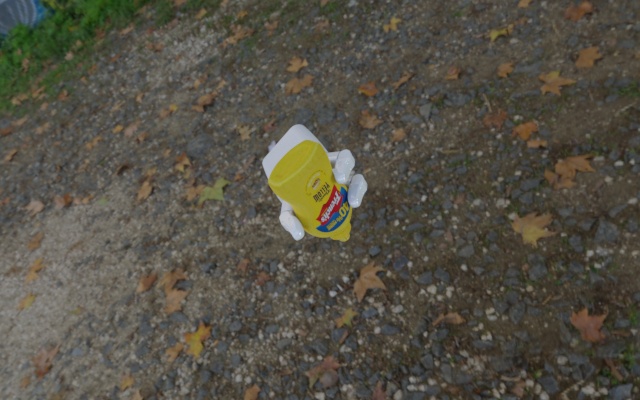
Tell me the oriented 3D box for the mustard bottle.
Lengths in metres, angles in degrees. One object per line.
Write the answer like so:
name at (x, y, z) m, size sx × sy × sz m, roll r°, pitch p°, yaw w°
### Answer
mustard bottle at (0.000, 0.002, 0.756) m, size 0.058 × 0.096 × 0.192 m, roll 21°, pitch -26°, yaw 44°
